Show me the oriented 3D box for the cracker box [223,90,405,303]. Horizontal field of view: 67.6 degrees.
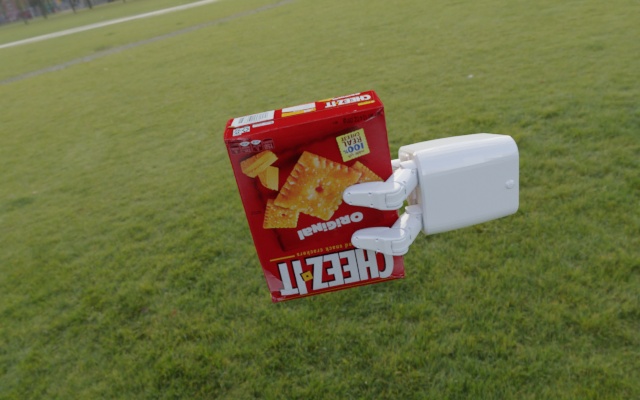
[{"bbox_3d":[0.000,0.002,0.535,0.164,0.214,0.072,-11,27,2],"label":"cracker box"}]
